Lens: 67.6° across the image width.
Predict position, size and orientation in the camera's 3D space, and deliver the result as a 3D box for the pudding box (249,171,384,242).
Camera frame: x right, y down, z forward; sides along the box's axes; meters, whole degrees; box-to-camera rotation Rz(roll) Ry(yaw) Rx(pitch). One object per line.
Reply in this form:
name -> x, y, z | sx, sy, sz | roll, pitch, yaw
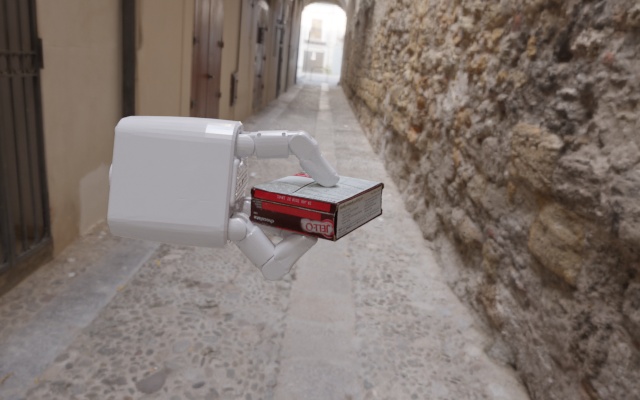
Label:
pudding box -> 0.000, 0.001, 0.459 | 0.090, 0.039, 0.113 | 12, 18, 26
